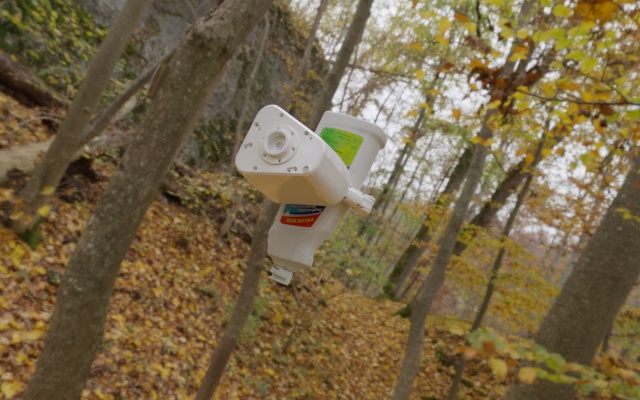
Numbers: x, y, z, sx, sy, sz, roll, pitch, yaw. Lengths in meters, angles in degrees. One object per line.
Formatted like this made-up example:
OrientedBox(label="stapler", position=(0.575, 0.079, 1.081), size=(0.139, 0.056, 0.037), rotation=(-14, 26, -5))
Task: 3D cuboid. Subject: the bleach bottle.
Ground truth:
OrientedBox(label="bleach bottle", position=(0.000, 0.002, 0.677), size=(0.102, 0.251, 0.068), rotation=(21, -10, 22))
